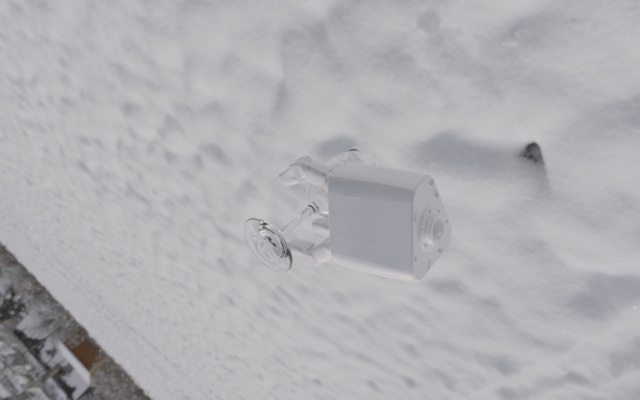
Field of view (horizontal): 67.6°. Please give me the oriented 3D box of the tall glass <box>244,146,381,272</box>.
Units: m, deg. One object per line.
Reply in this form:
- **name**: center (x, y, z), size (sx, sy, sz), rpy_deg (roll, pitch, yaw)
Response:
- **tall glass**: center (0.000, 0.002, 0.606), size (0.079, 0.079, 0.201), rpy_deg (0, 30, 45)
